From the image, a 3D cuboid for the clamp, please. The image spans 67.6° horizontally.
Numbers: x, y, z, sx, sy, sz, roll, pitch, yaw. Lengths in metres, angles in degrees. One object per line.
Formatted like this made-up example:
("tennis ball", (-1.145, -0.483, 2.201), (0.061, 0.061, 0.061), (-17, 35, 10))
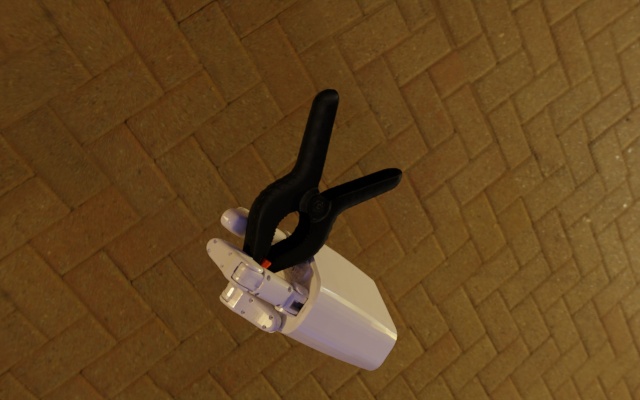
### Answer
("clamp", (0.000, 0.002, 0.430), (0.120, 0.171, 0.039), (35, 0, -26))
